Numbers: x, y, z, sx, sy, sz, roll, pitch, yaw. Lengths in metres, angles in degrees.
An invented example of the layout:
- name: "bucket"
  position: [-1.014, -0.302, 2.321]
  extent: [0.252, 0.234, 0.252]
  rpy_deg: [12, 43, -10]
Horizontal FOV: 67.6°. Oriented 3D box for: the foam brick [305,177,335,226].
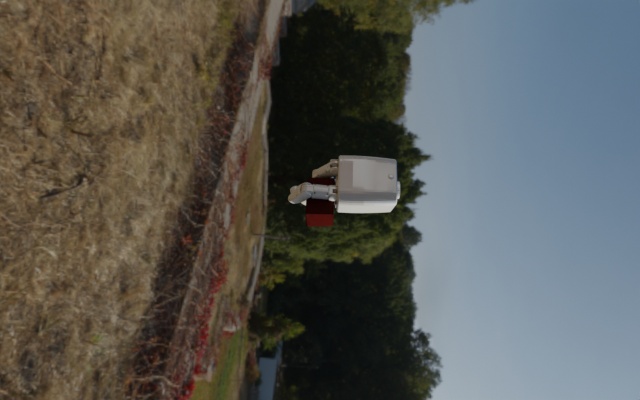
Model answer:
- name: "foam brick"
  position: [0.000, 0.003, 0.880]
  extent: [0.051, 0.078, 0.053]
  rpy_deg: [2, -27, 1]
